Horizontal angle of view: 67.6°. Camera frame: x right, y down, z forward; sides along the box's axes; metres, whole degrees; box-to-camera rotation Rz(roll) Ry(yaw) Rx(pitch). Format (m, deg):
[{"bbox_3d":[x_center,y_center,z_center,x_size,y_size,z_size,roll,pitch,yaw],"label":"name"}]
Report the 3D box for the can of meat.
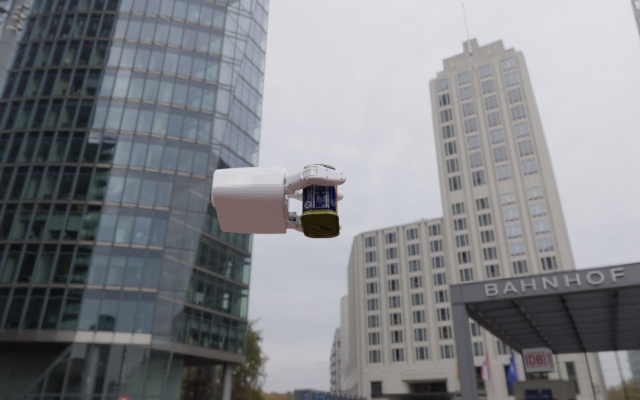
[{"bbox_3d":[0.000,0.002,0.739,0.057,0.084,0.102,-2,-25,3],"label":"can of meat"}]
